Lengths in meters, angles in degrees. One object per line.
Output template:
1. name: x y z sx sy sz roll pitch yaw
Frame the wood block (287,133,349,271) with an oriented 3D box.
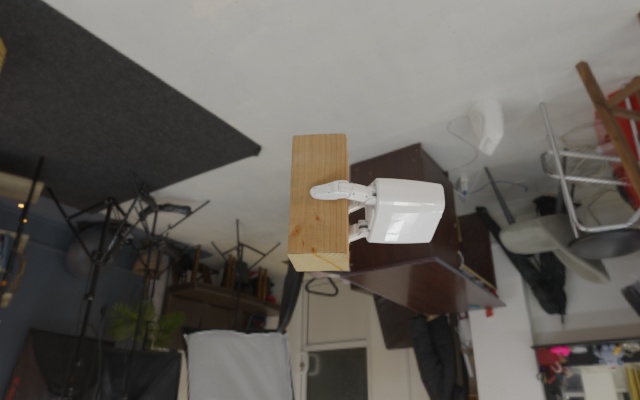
1. wood block: 0.000 0.003 0.779 0.090 0.206 0.091 -2 -25 6
